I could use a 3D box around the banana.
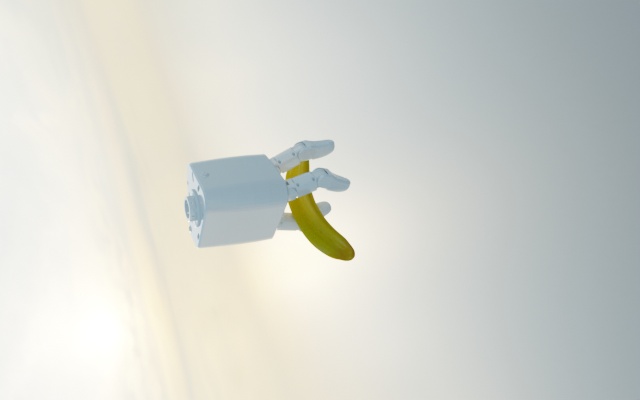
[{"bbox_3d":[-0.011,0.010,0.661,0.037,0.197,0.070,6,-39,-38],"label":"banana"}]
